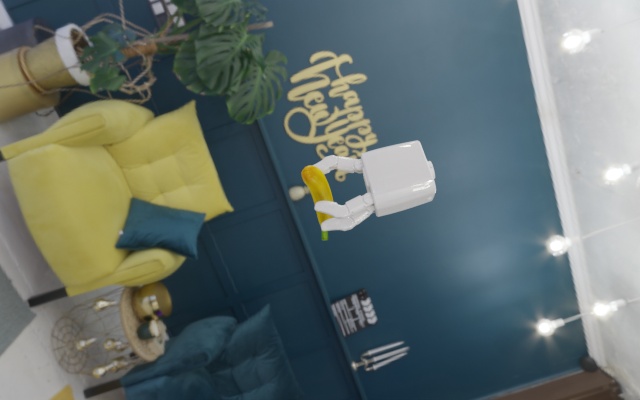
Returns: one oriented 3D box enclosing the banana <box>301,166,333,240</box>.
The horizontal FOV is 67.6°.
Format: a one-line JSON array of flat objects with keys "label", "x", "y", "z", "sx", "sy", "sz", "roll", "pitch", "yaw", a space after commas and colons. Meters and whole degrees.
[{"label": "banana", "x": -0.001, "y": -0.010, "z": 0.858, "sx": 0.037, "sy": 0.069, "sz": 0.198, "roll": -11, "pitch": -40, "yaw": 6}]
